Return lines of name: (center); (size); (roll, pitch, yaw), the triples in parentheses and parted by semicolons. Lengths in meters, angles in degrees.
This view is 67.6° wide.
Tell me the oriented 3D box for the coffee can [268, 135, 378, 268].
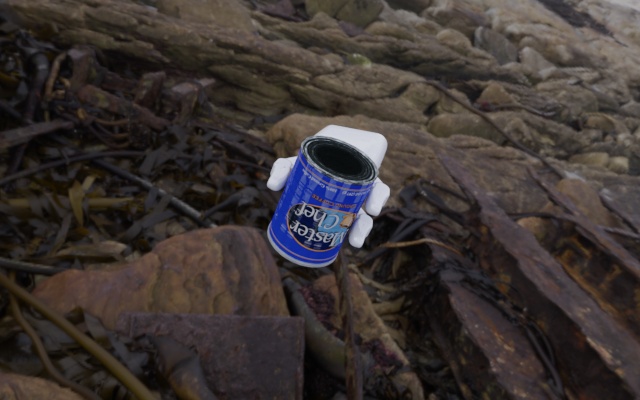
coffee can: (0.000, 0.002, 0.622); (0.103, 0.140, 0.102); (17, 33, -11)
